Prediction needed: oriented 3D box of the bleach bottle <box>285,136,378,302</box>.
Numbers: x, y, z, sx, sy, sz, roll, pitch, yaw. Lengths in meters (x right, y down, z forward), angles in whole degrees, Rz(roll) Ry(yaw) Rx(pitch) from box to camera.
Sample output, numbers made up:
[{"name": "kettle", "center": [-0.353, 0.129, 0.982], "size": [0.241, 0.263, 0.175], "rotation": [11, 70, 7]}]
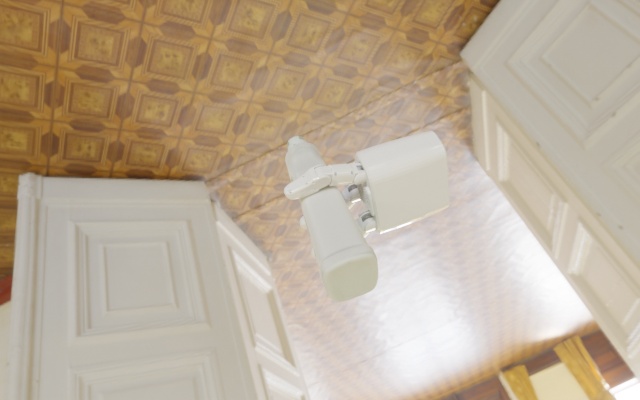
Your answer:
[{"name": "bleach bottle", "center": [0.000, 0.002, 0.630], "size": [0.068, 0.250, 0.103], "rotation": [-19, -37, -4]}]
